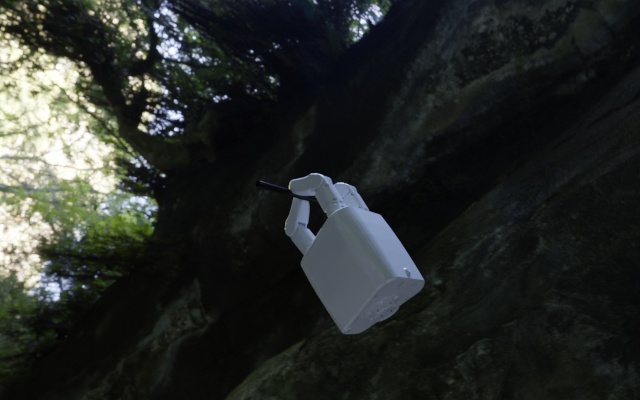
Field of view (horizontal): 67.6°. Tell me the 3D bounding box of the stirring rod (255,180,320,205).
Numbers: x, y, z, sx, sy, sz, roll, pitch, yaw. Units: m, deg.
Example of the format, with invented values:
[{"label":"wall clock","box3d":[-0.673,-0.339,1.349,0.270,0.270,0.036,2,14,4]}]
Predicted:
[{"label":"stirring rod","box3d":[0.000,0.002,0.660,0.011,0.011,0.239,0,-11,39]}]
